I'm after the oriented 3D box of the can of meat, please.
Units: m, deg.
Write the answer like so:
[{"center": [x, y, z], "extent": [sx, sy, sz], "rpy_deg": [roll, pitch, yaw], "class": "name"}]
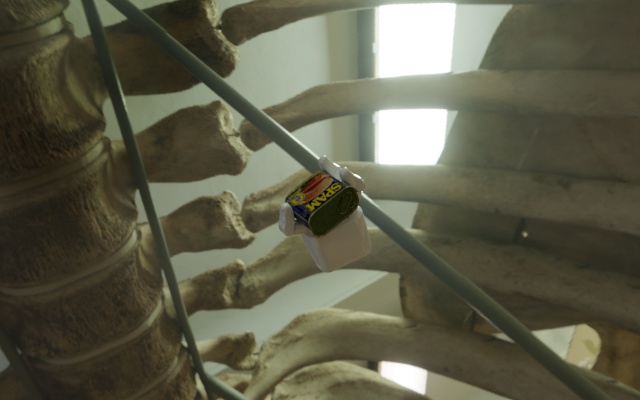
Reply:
[{"center": [0.000, 0.003, 0.817], "extent": [0.102, 0.057, 0.084], "rpy_deg": [-38, 43, -16], "class": "can of meat"}]
